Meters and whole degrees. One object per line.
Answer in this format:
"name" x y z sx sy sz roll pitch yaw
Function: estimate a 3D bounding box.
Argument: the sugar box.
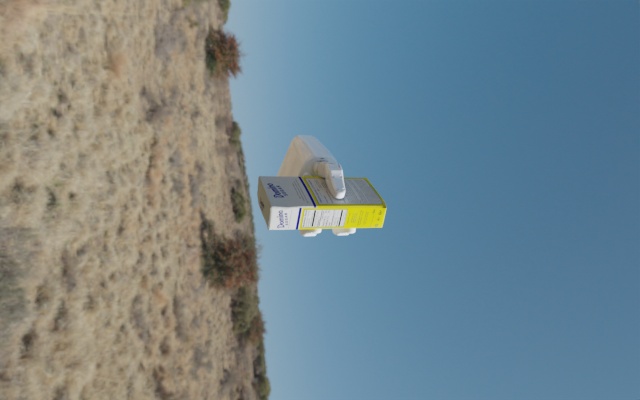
"sugar box" 0.000 0.003 0.710 0.176 0.048 0.093 -2 31 -17
